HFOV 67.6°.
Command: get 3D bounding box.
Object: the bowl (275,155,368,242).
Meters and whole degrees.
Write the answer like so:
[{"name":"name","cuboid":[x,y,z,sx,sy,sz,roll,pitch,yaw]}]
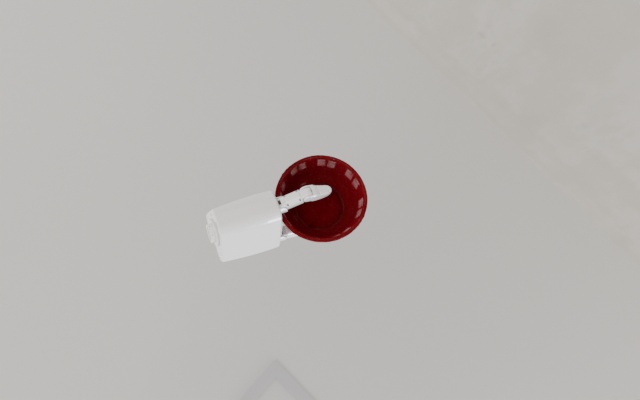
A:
[{"name":"bowl","cuboid":[0.001,0.003,0.853,0.162,0.162,0.055,0,-19,-4]}]
